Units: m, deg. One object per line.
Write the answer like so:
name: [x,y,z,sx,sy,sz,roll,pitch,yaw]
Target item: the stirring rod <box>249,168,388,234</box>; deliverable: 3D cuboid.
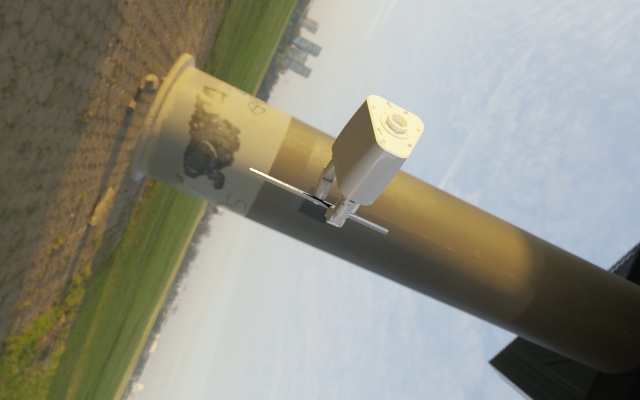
stirring rod: [0.000,0.002,0.747,0.239,0.011,0.011,24,-5,-12]
